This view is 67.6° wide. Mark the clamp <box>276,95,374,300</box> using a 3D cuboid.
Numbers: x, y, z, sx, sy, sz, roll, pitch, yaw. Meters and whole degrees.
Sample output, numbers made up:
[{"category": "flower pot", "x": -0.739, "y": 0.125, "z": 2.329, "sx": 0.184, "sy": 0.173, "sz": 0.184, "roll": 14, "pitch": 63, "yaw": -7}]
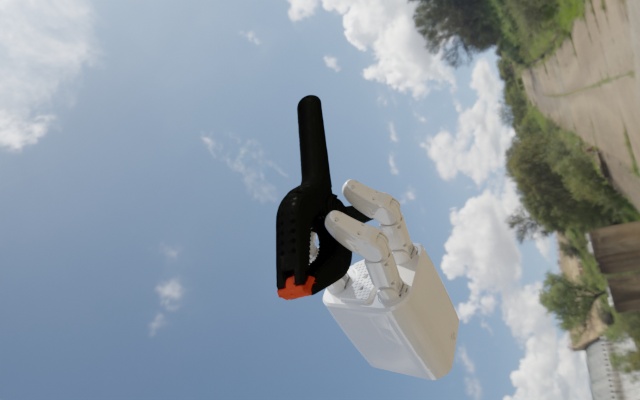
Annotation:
[{"category": "clamp", "x": -0.001, "y": 0.002, "z": 0.458, "sx": 0.036, "sy": 0.165, "sz": 0.210, "roll": -20, "pitch": 24, "yaw": 33}]
